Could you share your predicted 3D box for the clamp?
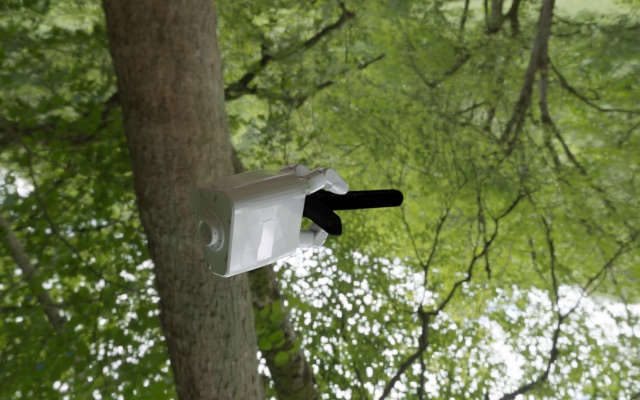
[{"bbox_3d":[0.000,0.003,0.673,0.210,0.036,0.164,10,18,43],"label":"clamp"}]
